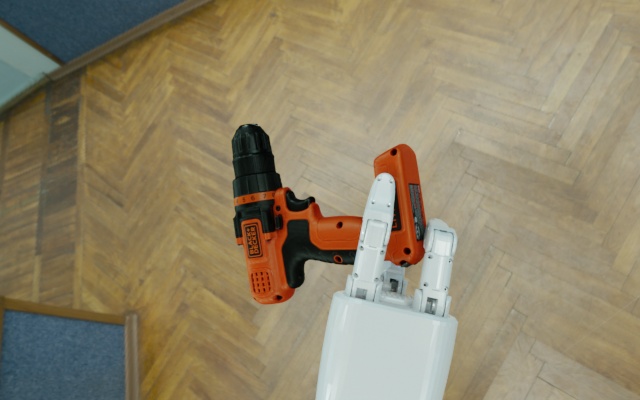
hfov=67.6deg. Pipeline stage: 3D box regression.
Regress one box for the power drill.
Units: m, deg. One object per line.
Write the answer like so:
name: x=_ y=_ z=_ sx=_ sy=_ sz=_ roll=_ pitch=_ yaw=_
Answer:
power drill: x=0.000 y=0.002 z=0.456 sx=0.187 sy=0.184 sz=0.057 roll=-10 pitch=-2 yaw=27
